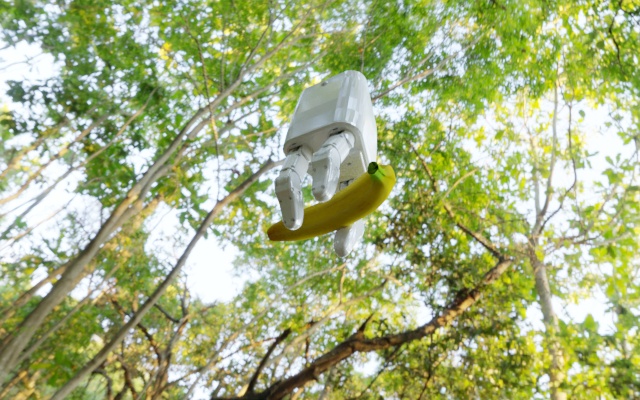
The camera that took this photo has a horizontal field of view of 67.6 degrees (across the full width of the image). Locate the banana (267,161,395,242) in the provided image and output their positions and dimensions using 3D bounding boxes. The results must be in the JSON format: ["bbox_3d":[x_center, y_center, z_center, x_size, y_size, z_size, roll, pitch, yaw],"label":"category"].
[{"bbox_3d":[0.017,0.004,0.514,0.069,0.037,0.198,14,-32,-32],"label":"banana"}]
